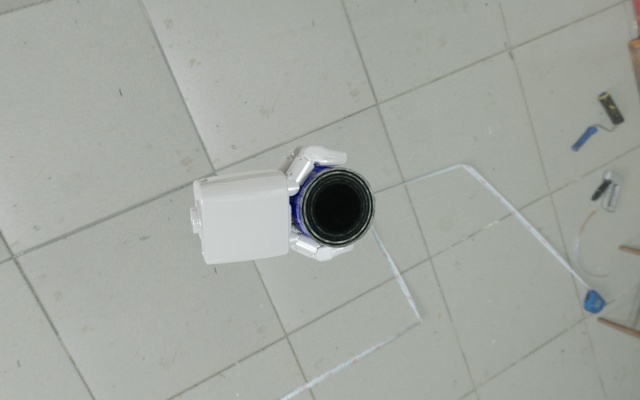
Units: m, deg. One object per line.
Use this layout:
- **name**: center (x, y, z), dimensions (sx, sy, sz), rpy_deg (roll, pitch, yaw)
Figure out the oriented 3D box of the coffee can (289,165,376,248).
- **coffee can**: center (0.000, 0.002, 0.661), dimensions (0.103, 0.103, 0.140), rpy_deg (0, 6, -20)
